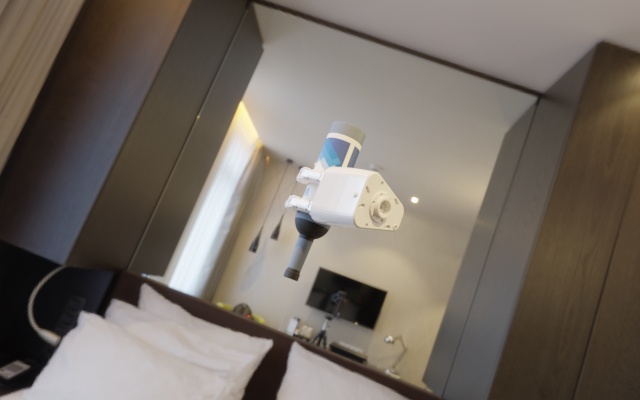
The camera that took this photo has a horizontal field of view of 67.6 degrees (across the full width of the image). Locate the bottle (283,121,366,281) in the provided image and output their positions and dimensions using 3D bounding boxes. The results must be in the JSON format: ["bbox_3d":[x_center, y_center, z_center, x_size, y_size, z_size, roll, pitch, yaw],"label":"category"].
[{"bbox_3d":[0.000,0.003,0.865,0.069,0.295,0.069,21,-10,4],"label":"bottle"}]
